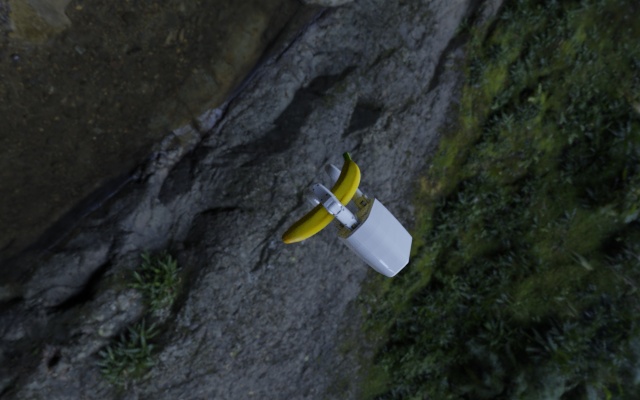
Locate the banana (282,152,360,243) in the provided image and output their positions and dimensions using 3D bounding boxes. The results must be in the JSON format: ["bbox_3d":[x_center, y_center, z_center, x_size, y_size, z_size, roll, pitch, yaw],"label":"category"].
[{"bbox_3d":[0.012,0.004,0.827,0.037,0.197,0.069,45,-13,-32],"label":"banana"}]
